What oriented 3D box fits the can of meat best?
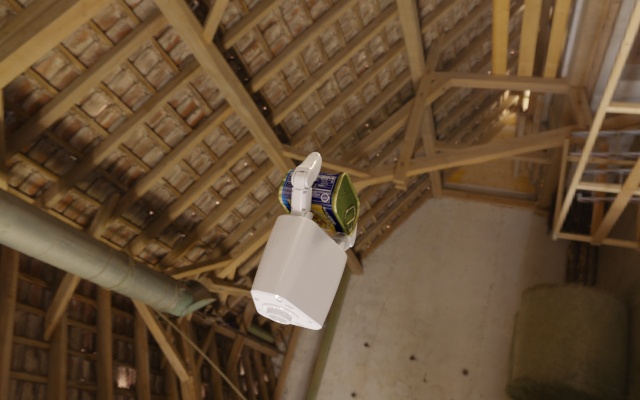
[{"bbox_3d":[0.000,0.002,0.653,0.084,0.057,0.102,8,-27,22],"label":"can of meat"}]
